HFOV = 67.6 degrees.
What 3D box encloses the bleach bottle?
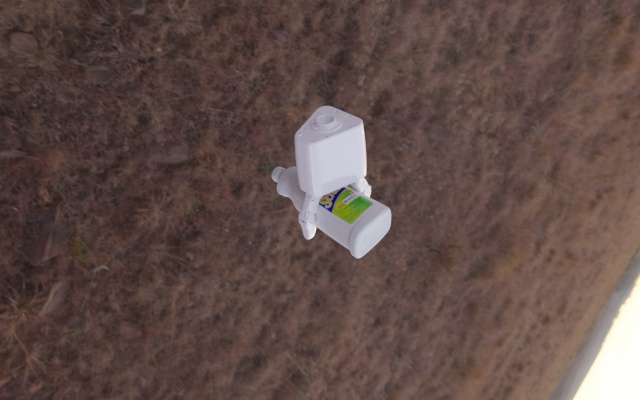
[{"bbox_3d":[0.000,0.003,0.865,0.250,0.068,0.102,29,53,33],"label":"bleach bottle"}]
